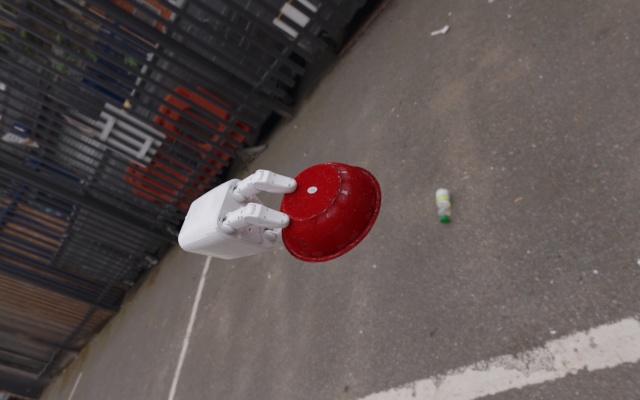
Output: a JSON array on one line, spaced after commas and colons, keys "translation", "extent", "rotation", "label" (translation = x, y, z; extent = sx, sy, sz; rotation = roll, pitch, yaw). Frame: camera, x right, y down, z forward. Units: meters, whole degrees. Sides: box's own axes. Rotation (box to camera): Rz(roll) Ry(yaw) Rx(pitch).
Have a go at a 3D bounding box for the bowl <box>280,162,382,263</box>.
[{"translation": [0.001, 0.001, 0.658], "extent": [0.162, 0.162, 0.055], "rotation": [0, -33, 36], "label": "bowl"}]
